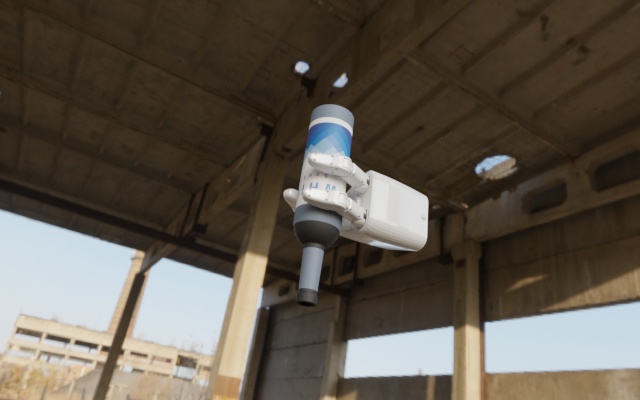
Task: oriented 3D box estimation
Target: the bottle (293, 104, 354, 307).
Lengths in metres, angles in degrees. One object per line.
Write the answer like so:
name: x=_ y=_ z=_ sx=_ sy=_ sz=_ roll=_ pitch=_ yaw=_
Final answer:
bottle: x=0.000 y=0.002 z=0.675 sx=0.069 sy=0.295 sz=0.069 roll=7 pitch=-26 yaw=3
